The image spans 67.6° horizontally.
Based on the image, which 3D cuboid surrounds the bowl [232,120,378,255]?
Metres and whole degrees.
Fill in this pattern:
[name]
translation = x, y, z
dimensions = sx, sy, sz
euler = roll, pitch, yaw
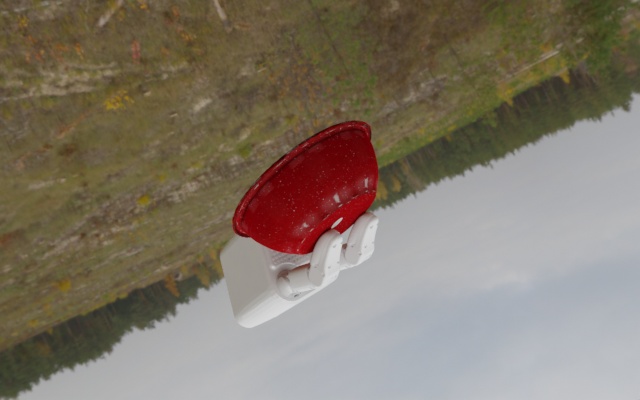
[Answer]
[bowl]
translation = 0.001, 0.001, 0.446
dimensions = 0.162, 0.055, 0.162
euler = -35, -17, -12
